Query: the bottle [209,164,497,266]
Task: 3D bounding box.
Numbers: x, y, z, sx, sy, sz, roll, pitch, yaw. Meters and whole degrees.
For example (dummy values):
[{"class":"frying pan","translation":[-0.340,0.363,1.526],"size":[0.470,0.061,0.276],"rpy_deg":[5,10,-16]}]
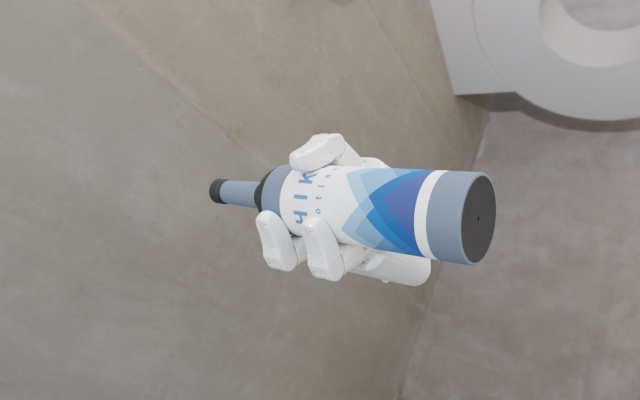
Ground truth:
[{"class":"bottle","translation":[0.000,0.001,0.431],"size":[0.295,0.069,0.069],"rpy_deg":[6,4,40]}]
